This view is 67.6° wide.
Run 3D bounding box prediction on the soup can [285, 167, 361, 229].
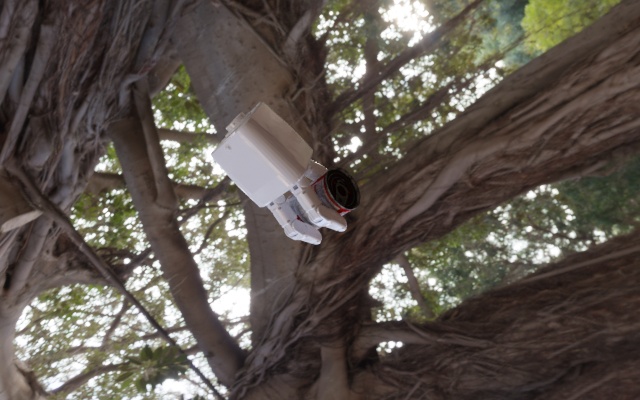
[{"bbox_3d":[0.000,0.003,0.715,0.068,0.068,0.102,0,-24,-46],"label":"soup can"}]
